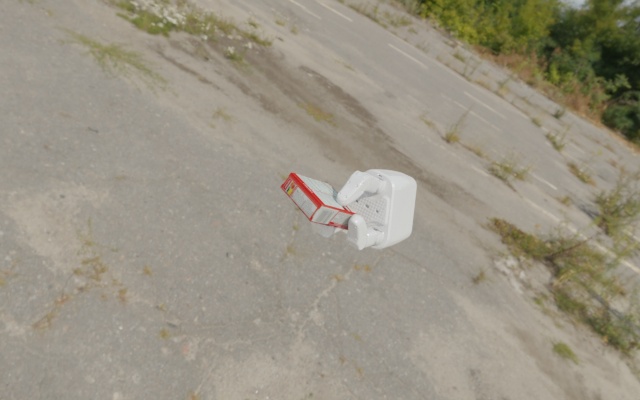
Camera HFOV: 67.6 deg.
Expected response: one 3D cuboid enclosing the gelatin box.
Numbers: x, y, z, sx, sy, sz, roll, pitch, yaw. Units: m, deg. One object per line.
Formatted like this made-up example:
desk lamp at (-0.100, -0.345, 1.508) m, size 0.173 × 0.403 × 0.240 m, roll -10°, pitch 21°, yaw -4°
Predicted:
gelatin box at (0.000, 0.002, 0.638) m, size 0.089 × 0.030 × 0.073 m, roll 16°, pitch 25°, yaw -52°
